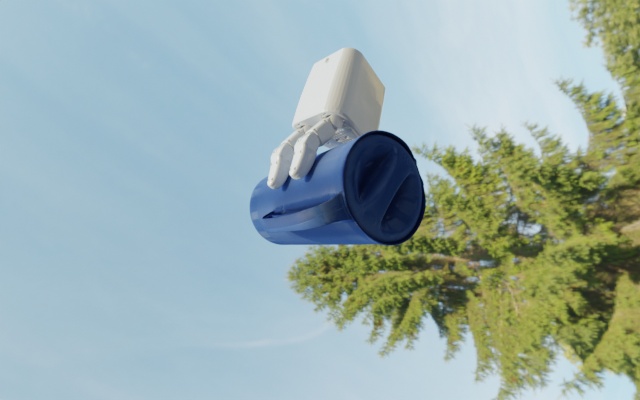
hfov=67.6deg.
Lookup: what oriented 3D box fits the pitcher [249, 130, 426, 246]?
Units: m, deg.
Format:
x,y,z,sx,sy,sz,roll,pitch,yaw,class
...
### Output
x,y,z,sx,sy,sz,roll,pitch,yaw,class
0.000,0.002,0.628,0.149,0.145,0.243,29,-24,-31,pitcher
